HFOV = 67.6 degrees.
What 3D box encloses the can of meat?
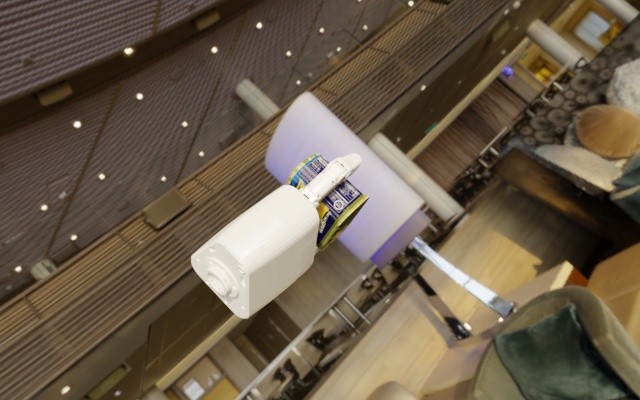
[{"bbox_3d":[0.000,0.002,0.586,0.057,0.084,0.102,-40,-11,-33],"label":"can of meat"}]
